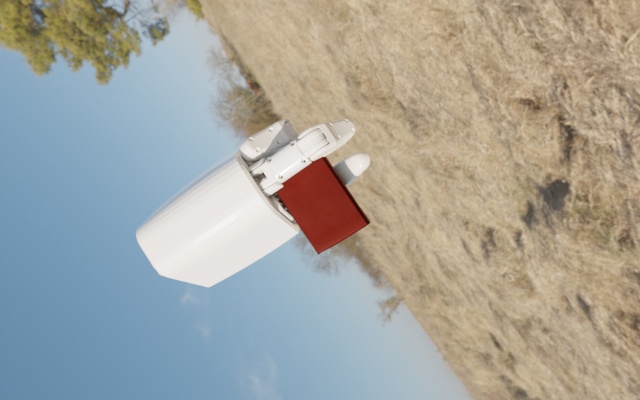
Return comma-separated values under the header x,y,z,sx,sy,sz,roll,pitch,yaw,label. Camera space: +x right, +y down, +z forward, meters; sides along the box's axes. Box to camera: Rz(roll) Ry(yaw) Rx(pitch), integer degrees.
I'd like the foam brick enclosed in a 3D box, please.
x,y,z,sx,sy,sz,roll,pitch,yaw,label
0.000,0.002,0.418,0.051,0.078,0.053,-34,-4,1,foam brick
